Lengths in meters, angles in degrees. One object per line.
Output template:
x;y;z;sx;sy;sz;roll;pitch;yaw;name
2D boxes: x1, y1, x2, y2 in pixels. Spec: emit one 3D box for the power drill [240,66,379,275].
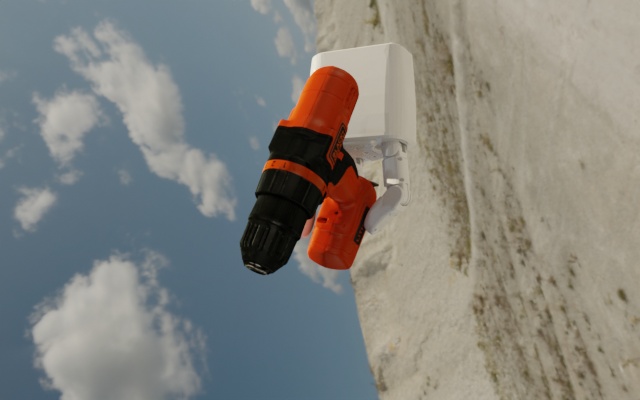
0.000;0.001;0.442;0.057;0.184;0.188;16;-20;19;power drill
